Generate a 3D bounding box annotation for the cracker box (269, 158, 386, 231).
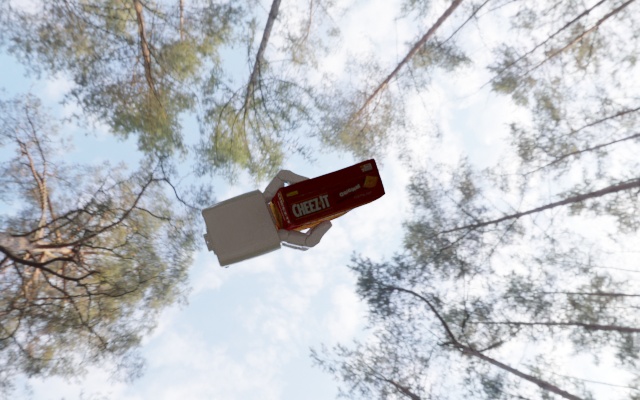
[{"bbox_3d":[0.000,0.003,0.840,0.164,0.072,0.214,-19,-4,-14],"label":"cracker box"}]
